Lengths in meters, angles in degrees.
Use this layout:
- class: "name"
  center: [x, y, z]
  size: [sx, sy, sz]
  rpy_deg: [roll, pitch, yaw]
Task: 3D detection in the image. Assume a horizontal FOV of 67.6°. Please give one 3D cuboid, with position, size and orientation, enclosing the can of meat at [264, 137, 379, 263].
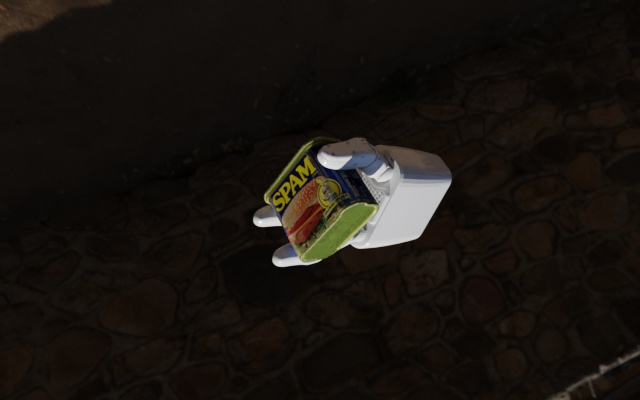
- class: "can of meat"
  center: [0.000, 0.002, 0.484]
  size: [0.057, 0.084, 0.102]
  rpy_deg: [2, -41, -47]
